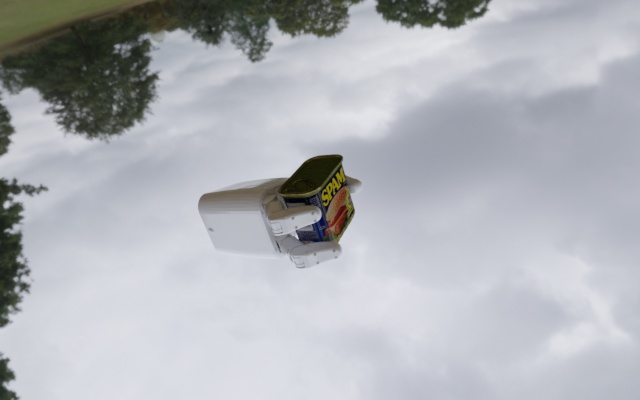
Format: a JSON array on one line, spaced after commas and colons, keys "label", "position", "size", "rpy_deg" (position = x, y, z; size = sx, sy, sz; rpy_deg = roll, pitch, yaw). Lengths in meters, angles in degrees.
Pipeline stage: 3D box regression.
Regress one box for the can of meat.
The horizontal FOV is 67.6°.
[{"label": "can of meat", "position": [0.000, 0.002, 0.603], "size": [0.057, 0.084, 0.102], "rpy_deg": [-2, 30, 29]}]
